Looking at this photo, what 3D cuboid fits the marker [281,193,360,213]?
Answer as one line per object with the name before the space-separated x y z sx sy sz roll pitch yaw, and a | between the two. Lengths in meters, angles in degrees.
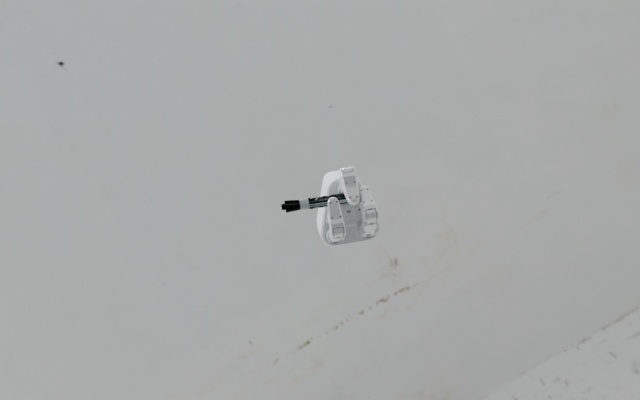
marker | 0.000 0.002 0.735 0.121 0.020 0.020 -8 1 -5
